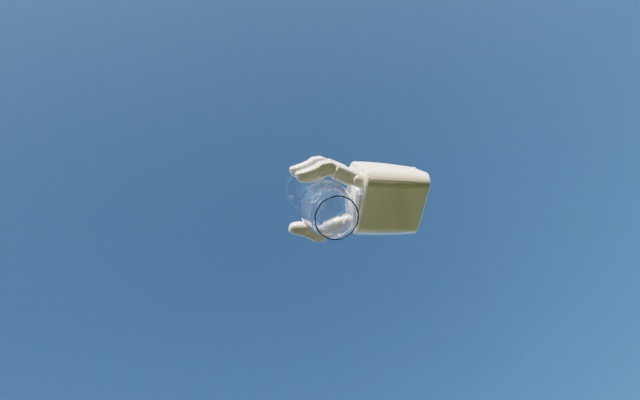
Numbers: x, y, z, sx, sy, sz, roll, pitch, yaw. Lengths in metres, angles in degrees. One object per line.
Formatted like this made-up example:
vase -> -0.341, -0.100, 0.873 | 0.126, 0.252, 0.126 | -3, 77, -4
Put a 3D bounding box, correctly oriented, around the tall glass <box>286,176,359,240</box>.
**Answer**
tall glass -> 0.000, 0.002, 0.729 | 0.079, 0.079, 0.201 | 0, 12, -13
